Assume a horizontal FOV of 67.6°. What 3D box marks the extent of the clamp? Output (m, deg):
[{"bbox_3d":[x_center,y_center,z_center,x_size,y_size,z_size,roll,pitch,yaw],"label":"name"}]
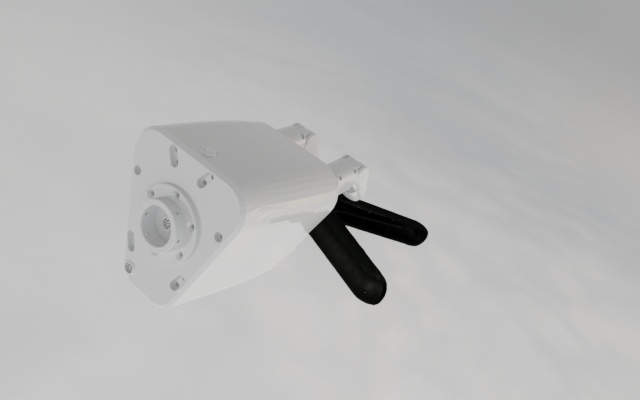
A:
[{"bbox_3d":[-0.001,0.002,0.435,0.210,0.036,0.164,36,22,20],"label":"clamp"}]
